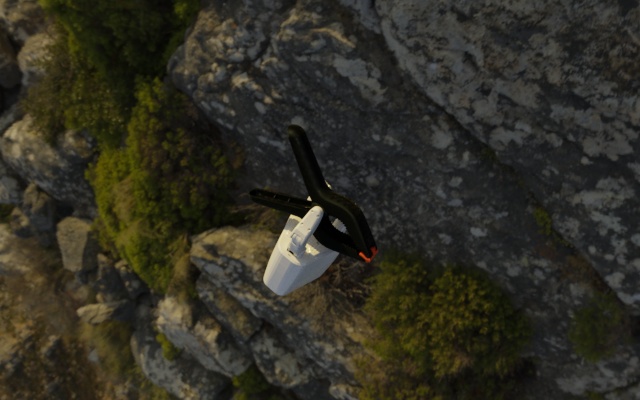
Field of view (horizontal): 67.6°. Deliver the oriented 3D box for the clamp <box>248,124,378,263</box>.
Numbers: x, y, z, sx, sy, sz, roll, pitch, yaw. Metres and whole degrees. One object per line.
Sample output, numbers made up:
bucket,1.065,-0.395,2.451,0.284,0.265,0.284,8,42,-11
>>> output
clamp,0.000,0.003,0.668,0.210,0.165,0.036,38,45,9
